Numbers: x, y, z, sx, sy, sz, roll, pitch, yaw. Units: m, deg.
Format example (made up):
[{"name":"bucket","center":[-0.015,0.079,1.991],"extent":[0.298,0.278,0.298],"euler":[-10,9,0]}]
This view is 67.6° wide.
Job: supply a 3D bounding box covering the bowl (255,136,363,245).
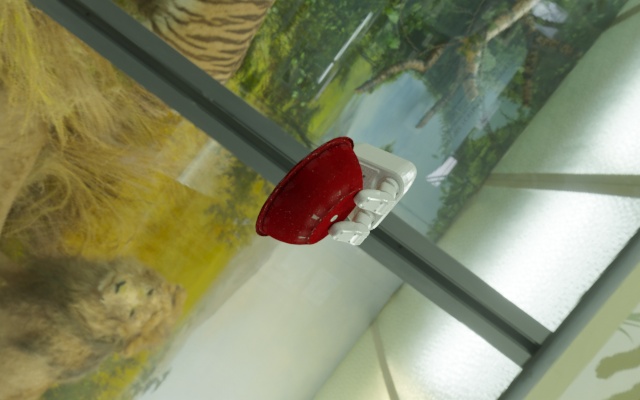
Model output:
[{"name":"bowl","center":[0.000,0.003,0.572],"extent":[0.055,0.162,0.162],"euler":[45,15,16]}]
